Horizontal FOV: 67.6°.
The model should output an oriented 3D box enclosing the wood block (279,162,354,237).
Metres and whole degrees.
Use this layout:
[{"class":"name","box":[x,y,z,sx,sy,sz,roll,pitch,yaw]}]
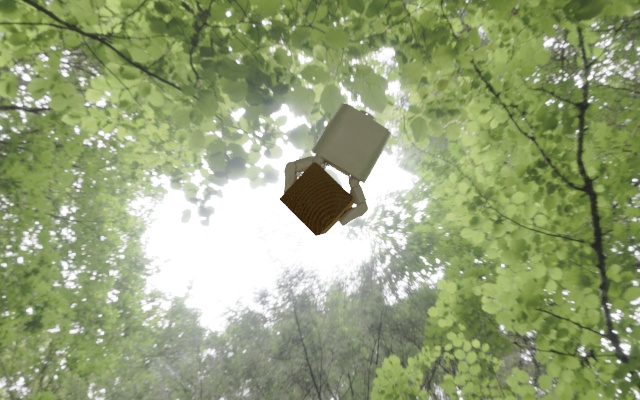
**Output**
[{"class":"wood block","box":[0.001,0.003,0.872,0.091,0.090,0.206,44,1,6]}]
